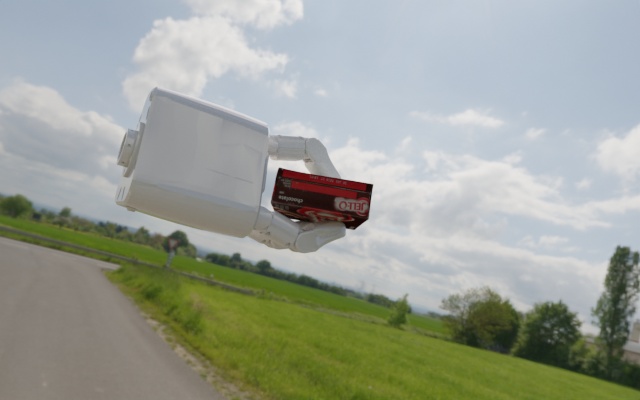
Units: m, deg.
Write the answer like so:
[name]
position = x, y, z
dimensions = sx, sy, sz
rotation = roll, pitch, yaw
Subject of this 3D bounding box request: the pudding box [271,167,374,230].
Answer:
[pudding box]
position = 0.000, 0.001, 0.479
dimensions = 0.090, 0.039, 0.113
rotation = 11, -7, -1
